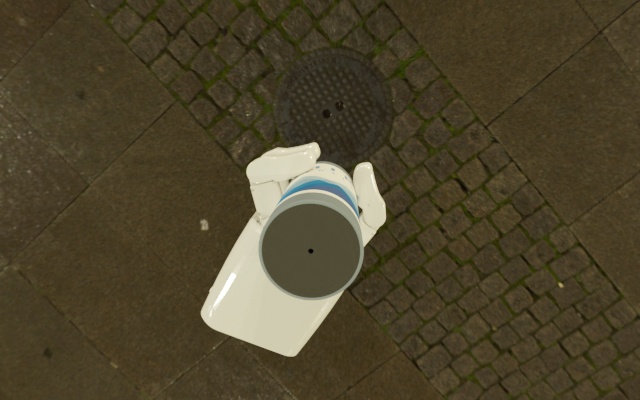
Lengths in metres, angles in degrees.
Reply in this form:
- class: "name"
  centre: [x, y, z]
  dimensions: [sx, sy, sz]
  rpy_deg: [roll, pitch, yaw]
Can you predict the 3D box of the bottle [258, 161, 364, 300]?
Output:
- class: "bottle"
  centre: [0.000, 0.001, 0.442]
  dimensions: [0.069, 0.069, 0.295]
  rpy_deg: [0, 12, 2]
